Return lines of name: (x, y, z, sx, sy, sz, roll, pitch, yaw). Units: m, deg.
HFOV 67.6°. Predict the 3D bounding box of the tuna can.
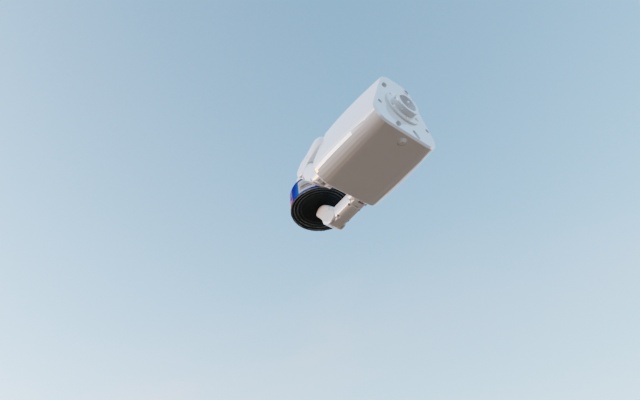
tuna can: (0.000, 0.002, 0.665, 0.086, 0.086, 0.033, -4, 45, -4)
